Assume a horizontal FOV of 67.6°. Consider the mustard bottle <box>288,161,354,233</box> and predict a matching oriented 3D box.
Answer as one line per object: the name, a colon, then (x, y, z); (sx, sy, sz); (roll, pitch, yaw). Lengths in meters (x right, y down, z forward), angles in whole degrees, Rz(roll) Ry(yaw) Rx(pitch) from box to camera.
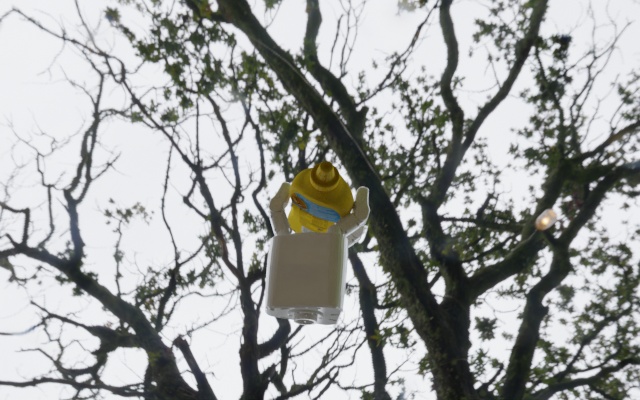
mustard bottle: (0.000, 0.002, 0.714); (0.096, 0.058, 0.192); (26, -28, 10)
